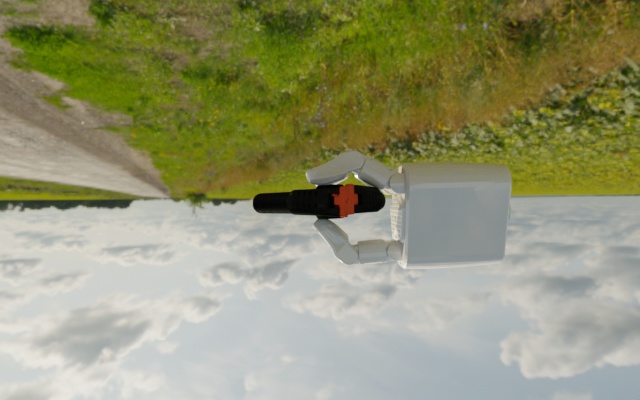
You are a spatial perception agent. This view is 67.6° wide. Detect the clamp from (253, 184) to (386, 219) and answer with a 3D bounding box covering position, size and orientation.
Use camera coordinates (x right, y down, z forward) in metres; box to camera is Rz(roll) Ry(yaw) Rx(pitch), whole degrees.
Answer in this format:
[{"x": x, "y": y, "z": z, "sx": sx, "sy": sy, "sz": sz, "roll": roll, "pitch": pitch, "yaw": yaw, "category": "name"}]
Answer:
[{"x": 0.000, "y": 0.002, "z": 0.508, "sx": 0.164, "sy": 0.036, "sz": 0.210, "roll": -2, "pitch": 0, "yaw": 0, "category": "clamp"}]
